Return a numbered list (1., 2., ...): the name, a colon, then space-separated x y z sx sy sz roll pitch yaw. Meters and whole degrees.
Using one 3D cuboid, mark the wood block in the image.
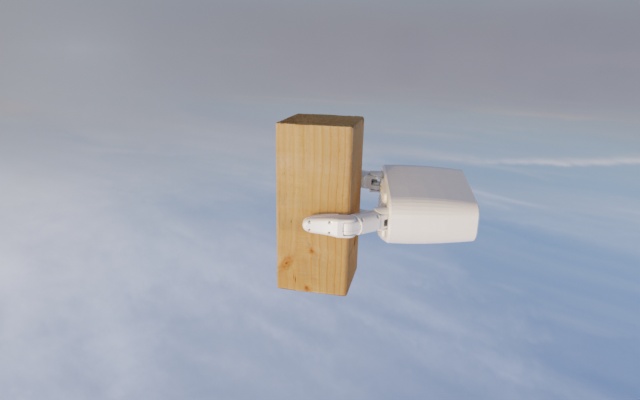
1. wood block: 0.000 0.002 0.594 0.090 0.206 0.090 5 18 12
